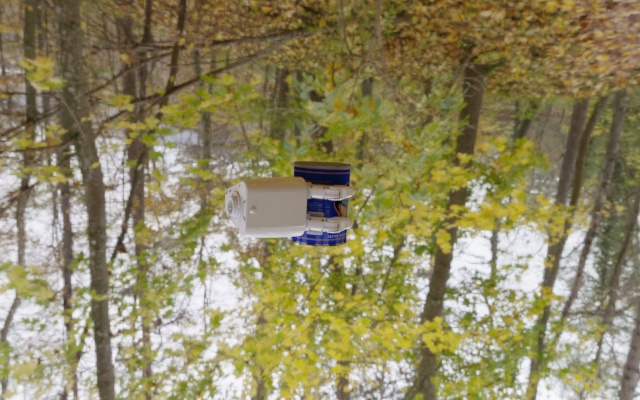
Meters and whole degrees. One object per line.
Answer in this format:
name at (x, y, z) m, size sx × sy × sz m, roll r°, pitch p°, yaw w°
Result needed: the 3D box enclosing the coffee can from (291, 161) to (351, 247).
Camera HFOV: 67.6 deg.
coffee can at (0.000, 0.003, 0.857) m, size 0.103 × 0.140 × 0.103 m, roll 3°, pitch 8°, yaw 0°
